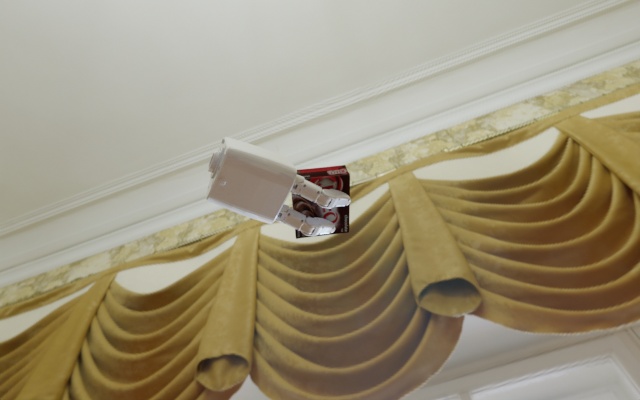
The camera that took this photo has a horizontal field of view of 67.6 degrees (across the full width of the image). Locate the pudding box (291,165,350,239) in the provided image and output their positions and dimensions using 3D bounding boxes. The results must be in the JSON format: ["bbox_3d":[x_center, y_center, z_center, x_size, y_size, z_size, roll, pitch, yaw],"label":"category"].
[{"bbox_3d":[0.000,0.002,0.759,0.090,0.114,0.039,-6,34,-6],"label":"pudding box"}]
